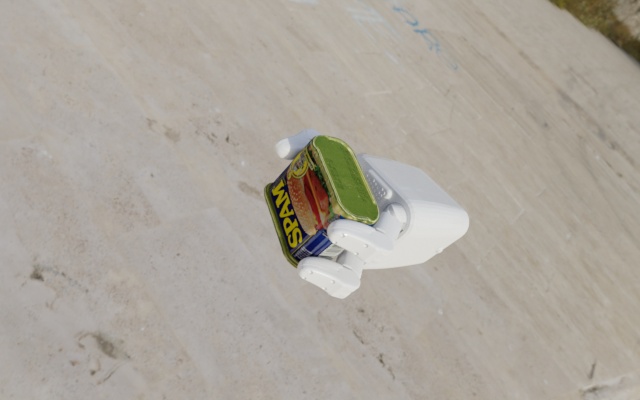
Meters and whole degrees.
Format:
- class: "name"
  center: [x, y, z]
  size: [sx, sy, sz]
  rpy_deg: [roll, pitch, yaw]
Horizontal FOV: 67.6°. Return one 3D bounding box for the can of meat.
- class: "can of meat"
  center: [0.000, 0.001, 0.449]
  size: [0.057, 0.102, 0.084]
  rpy_deg: [7, -40, -41]
